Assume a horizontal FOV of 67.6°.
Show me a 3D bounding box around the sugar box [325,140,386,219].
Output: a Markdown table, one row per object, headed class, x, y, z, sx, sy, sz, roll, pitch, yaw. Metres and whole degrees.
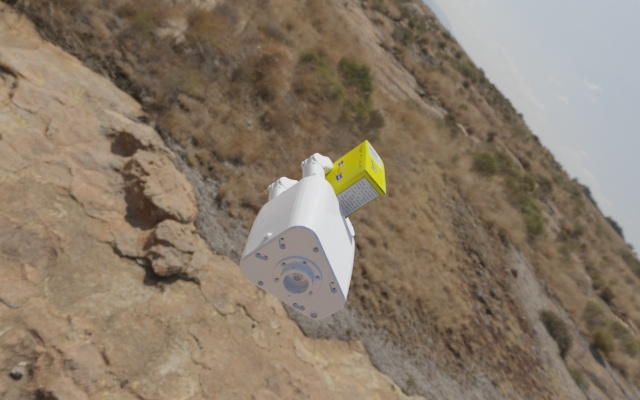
| class | x | y | z | sx | sy | sz | roll | pitch | yaw |
| --- | --- | --- | --- | --- | --- | --- | --- | --- | --- |
| sugar box | 0.000 | 0.002 | 0.614 | 0.176 | 0.048 | 0.093 | -32 | 21 | 21 |
